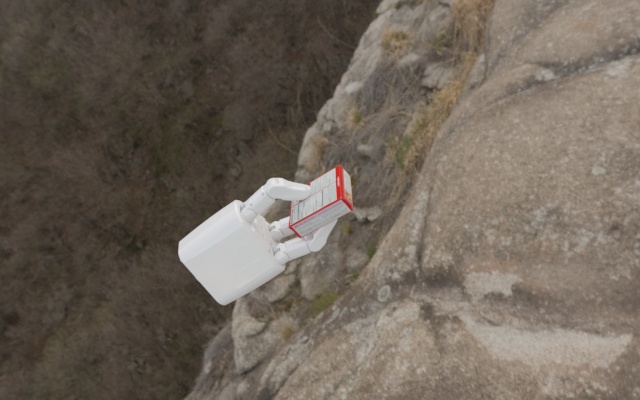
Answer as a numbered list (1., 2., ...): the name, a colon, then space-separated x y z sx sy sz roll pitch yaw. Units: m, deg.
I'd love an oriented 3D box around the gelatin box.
1. gelatin box: 0.000 0.002 0.648 0.089 0.073 0.030 -30 -57 22
